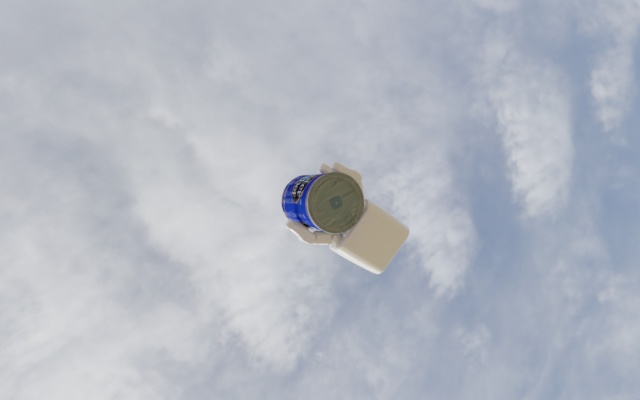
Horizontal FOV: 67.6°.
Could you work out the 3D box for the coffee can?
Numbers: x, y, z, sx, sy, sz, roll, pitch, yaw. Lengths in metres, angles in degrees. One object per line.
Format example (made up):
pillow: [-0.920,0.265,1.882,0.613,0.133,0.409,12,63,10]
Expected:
coffee can: [0.000,0.003,0.851,0.103,0.103,0.140,0,1,-23]
